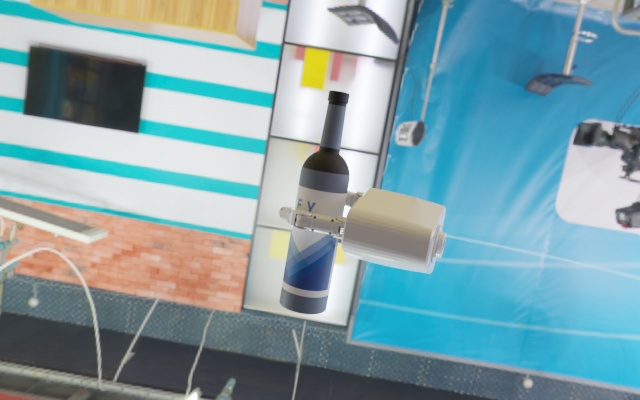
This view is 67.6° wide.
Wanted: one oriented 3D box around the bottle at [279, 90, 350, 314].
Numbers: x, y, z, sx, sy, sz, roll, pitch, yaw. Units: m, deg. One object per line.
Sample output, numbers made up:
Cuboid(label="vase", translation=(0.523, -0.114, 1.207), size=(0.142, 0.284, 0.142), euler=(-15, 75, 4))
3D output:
Cuboid(label="bottle", translation=(0.000, 0.002, 0.645), size=(0.069, 0.296, 0.069), euler=(10, 8, -1))
